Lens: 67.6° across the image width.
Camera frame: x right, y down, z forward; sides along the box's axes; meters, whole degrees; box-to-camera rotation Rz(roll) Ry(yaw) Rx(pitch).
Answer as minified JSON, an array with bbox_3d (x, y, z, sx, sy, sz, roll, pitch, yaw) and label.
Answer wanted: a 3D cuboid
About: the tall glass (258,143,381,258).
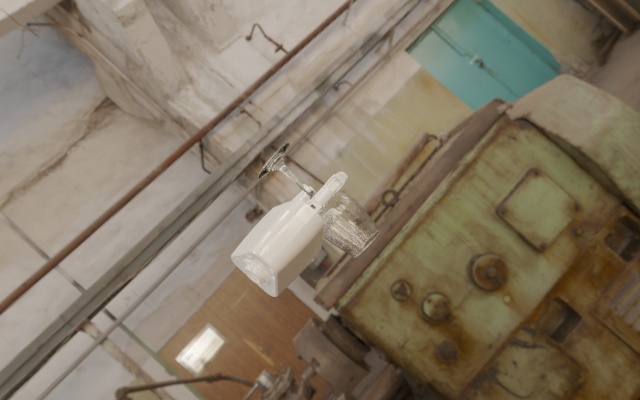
[{"bbox_3d":[0.000,0.002,0.753,0.201,0.079,0.079,41,1,2],"label":"tall glass"}]
